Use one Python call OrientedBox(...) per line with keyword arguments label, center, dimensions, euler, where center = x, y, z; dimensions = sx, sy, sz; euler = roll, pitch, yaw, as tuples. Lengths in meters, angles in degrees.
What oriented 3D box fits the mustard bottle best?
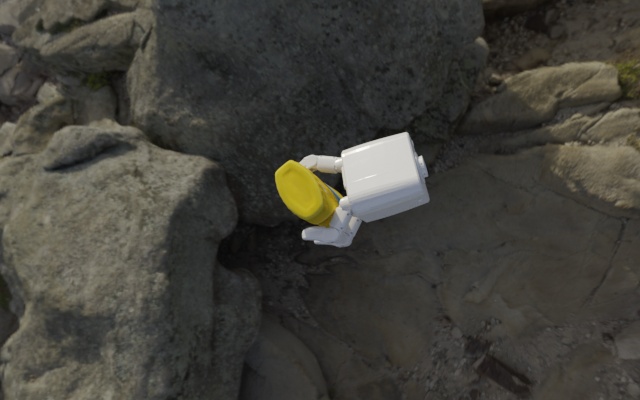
OrientedBox(label="mustard bottle", center=(0.000, 0.003, 0.757), dimensions=(0.058, 0.096, 0.192), euler=(-40, -21, 8))
